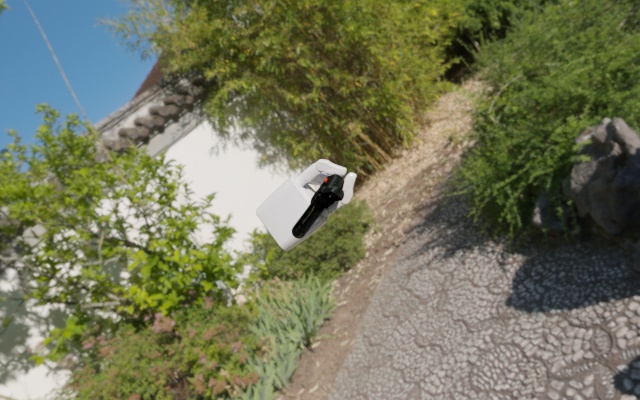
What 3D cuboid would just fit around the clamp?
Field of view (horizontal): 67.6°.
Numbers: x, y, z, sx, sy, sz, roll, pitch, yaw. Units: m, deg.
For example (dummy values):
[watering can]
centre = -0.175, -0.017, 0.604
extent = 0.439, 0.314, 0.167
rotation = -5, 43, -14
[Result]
[clamp]
centre = 0.000, 0.002, 0.860
extent = 0.120, 0.039, 0.171
rotation = -40, 7, 15
